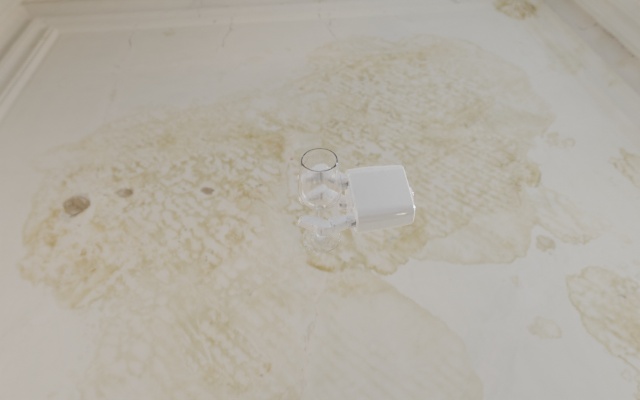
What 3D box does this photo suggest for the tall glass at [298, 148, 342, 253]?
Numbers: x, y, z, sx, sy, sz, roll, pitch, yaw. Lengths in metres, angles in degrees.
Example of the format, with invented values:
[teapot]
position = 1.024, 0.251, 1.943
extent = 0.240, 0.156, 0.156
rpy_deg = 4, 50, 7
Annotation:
[tall glass]
position = 0.000, 0.003, 0.863
extent = 0.079, 0.201, 0.079
rpy_deg = -1, 45, 1
